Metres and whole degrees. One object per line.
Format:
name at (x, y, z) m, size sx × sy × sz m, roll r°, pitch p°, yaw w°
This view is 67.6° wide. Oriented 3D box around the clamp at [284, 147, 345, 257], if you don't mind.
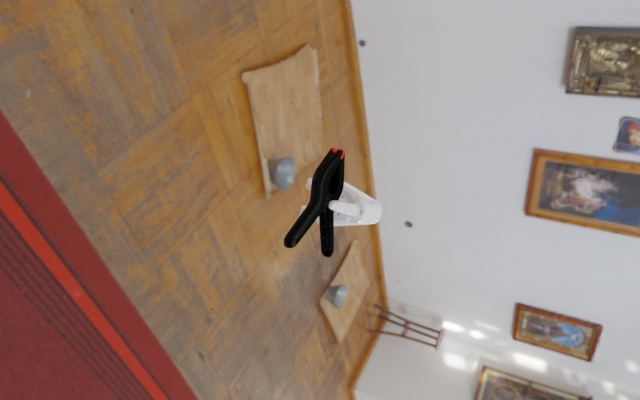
clamp at (0.001, 0.003, 0.877) m, size 0.036 × 0.210 × 0.164 m, roll 14°, pitch 2°, yaw 28°
